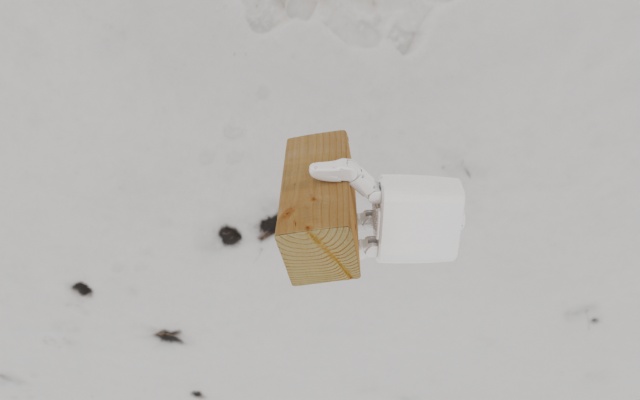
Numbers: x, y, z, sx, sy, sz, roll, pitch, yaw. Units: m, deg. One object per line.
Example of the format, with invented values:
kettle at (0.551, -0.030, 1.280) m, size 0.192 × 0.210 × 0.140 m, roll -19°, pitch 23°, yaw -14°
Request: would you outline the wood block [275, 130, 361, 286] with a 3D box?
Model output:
wood block at (0.000, 0.002, 0.641) m, size 0.090 × 0.091 × 0.206 m, roll -8°, pitch 39°, yaw 7°
